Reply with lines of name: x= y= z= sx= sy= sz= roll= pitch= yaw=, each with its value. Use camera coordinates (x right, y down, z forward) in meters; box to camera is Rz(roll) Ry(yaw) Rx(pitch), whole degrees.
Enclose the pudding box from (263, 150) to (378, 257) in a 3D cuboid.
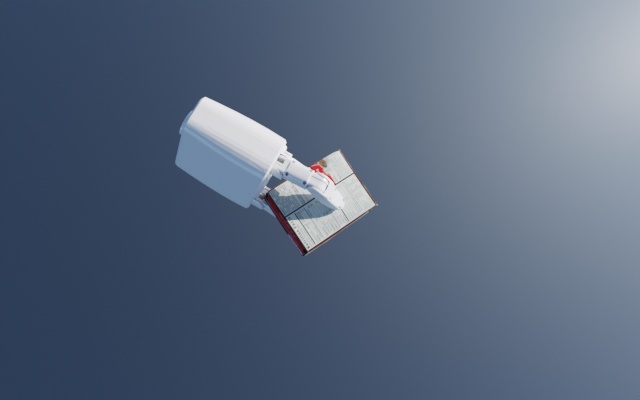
pudding box: x=0.000 y=0.002 z=0.592 sx=0.113 sy=0.090 sz=0.039 roll=-33 pitch=-3 yaw=-16
